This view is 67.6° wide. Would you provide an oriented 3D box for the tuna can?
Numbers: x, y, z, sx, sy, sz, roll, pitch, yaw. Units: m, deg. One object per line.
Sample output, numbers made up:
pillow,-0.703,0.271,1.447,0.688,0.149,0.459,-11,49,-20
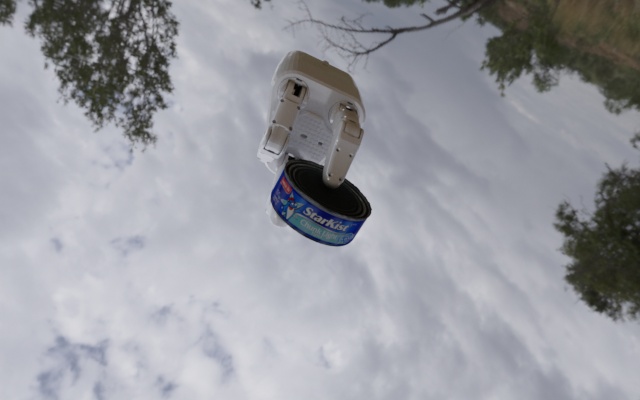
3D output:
tuna can,0.000,0.002,0.420,0.086,0.034,0.086,26,24,-12
